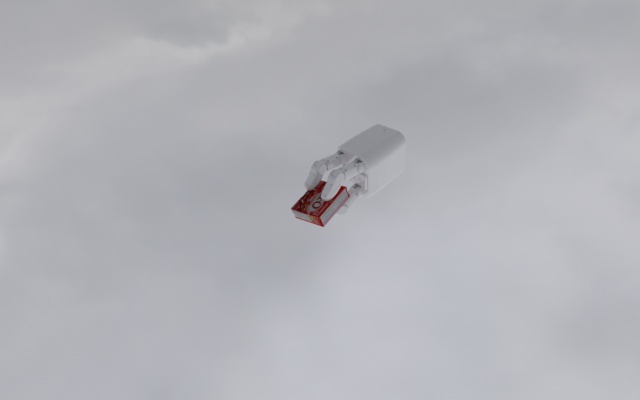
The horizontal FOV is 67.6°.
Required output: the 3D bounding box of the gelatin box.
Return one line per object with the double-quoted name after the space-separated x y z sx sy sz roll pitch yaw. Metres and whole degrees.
0.000 0.004 0.899 0.073 0.030 0.089 17 54 39 "gelatin box"
